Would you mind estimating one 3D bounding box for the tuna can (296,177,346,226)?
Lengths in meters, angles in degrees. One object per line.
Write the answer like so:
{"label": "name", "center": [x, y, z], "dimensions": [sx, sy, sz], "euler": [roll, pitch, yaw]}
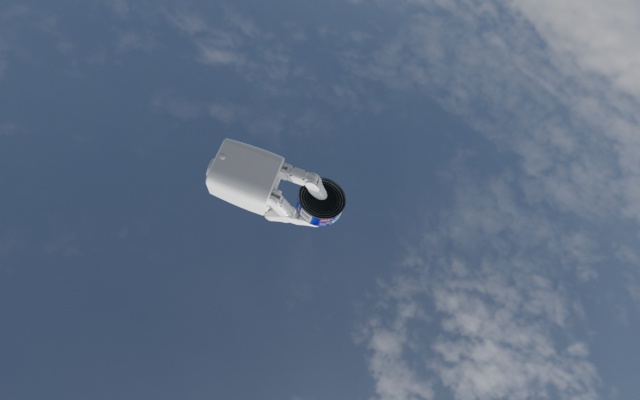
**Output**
{"label": "tuna can", "center": [0.000, 0.003, 0.856], "dimensions": [0.086, 0.086, 0.034], "euler": [0, -30, -13]}
